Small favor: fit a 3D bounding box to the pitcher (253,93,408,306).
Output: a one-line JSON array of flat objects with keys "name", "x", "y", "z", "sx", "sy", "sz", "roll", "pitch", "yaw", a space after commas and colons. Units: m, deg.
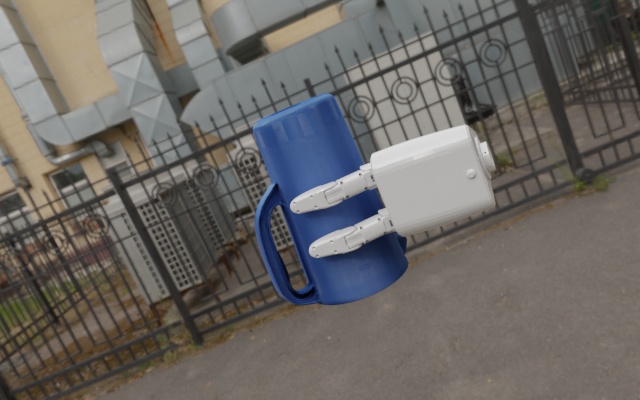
[{"name": "pitcher", "x": 0.000, "y": 0.002, "z": 0.595, "sx": 0.145, "sy": 0.243, "sz": 0.149, "roll": -18, "pitch": 11, "yaw": 24}]
